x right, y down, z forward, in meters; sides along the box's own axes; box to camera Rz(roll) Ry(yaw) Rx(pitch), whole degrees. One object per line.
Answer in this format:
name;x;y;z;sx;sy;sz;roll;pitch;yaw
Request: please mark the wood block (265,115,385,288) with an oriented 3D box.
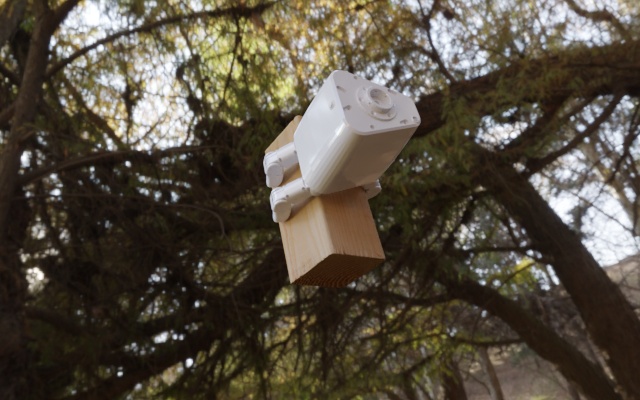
wood block;0.001;0.002;0.636;0.091;0.206;0.090;12;-38;-37
